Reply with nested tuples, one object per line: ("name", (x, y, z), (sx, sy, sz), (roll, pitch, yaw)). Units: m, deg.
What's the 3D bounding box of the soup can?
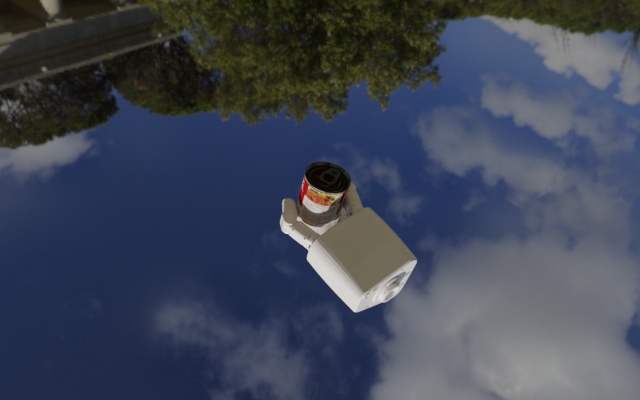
("soup can", (0.000, 0.002, 0.712), (0.068, 0.102, 0.068), (9, 43, -9))
